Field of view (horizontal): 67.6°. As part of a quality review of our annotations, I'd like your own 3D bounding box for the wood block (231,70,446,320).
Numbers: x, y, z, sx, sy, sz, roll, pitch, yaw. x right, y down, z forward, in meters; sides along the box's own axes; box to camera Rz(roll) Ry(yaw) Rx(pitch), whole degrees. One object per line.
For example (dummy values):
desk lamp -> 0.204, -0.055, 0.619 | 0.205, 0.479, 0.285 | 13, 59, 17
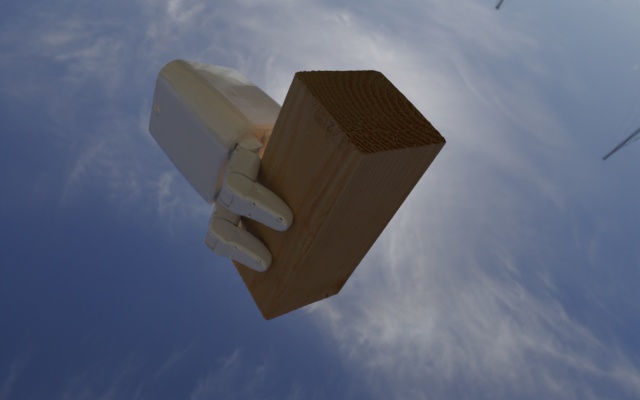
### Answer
wood block -> 0.000, 0.001, 0.409 | 0.091, 0.090, 0.206 | -13, -34, -38
